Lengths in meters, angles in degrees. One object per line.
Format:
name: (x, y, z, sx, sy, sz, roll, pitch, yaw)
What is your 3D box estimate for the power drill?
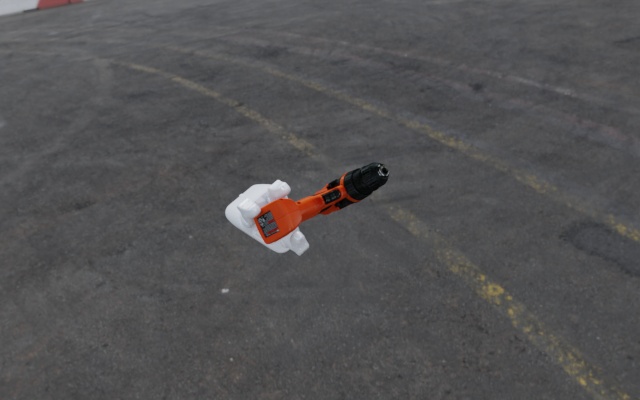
power drill: (0.000, 0.003, 0.763, 0.187, 0.057, 0.184, -21, -6, -37)
